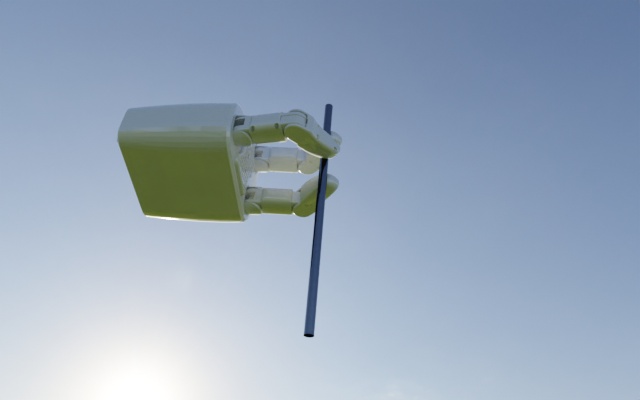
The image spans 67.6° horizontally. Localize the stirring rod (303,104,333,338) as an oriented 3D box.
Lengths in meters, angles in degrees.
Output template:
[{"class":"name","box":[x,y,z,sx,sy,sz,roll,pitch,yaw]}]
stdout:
[{"class":"stirring rod","box":[0.000,0.001,0.418,0.011,0.239,0.011,3,-36,2]}]
